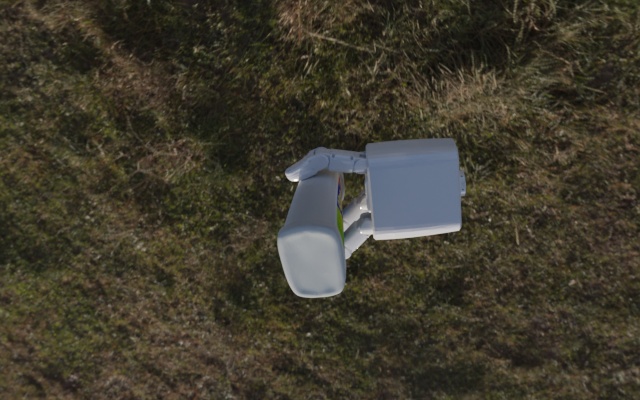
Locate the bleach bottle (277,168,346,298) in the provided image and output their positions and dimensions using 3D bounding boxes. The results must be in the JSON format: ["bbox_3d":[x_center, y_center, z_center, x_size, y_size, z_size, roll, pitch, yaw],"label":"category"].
[{"bbox_3d":[0.000,0.002,0.606,0.068,0.103,0.250,-5,32,8],"label":"bleach bottle"}]
